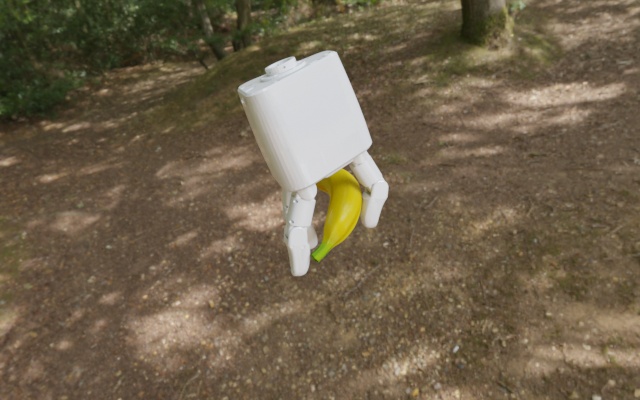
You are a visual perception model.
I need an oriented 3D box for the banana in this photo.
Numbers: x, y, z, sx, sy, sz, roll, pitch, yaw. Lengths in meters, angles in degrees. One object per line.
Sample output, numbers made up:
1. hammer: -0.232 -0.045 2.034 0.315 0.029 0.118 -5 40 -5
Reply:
1. banana: 0.017 -0.004 0.577 0.069 0.037 0.197 -25 24 13
